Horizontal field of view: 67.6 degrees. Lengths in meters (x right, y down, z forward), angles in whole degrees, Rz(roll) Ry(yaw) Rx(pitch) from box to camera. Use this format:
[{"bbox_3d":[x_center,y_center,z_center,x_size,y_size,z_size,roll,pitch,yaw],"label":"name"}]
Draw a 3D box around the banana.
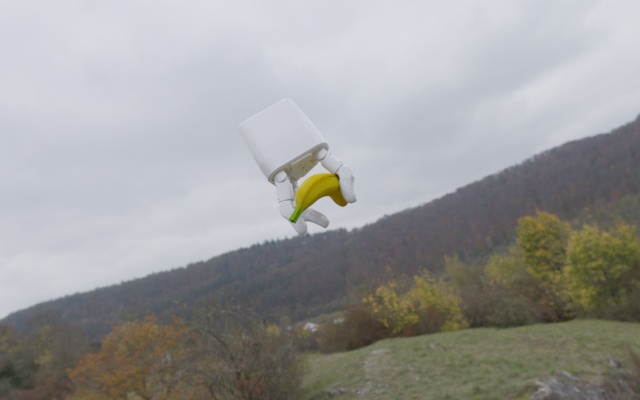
[{"bbox_3d":[0.007,-0.013,0.764,0.037,0.070,0.198,35,20,20],"label":"banana"}]
